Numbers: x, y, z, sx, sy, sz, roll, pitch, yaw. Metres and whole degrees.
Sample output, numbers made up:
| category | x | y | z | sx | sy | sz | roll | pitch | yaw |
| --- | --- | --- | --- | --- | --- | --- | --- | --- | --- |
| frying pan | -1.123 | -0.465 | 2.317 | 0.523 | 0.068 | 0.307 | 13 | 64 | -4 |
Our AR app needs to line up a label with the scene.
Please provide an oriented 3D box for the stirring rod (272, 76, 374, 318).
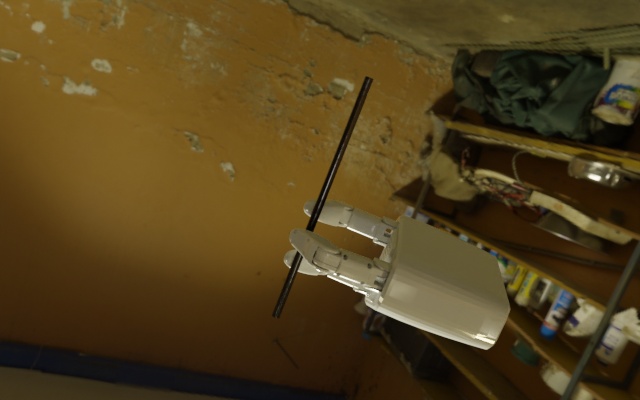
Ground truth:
| category | x | y | z | sx | sy | sz | roll | pitch | yaw |
| --- | --- | --- | --- | --- | --- | --- | --- | --- | --- |
| stirring rod | 0.000 | 0.001 | 0.444 | 0.011 | 0.239 | 0.011 | 21 | 9 | -3 |
